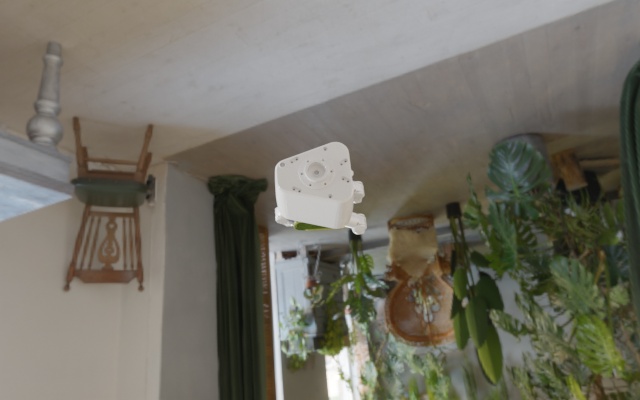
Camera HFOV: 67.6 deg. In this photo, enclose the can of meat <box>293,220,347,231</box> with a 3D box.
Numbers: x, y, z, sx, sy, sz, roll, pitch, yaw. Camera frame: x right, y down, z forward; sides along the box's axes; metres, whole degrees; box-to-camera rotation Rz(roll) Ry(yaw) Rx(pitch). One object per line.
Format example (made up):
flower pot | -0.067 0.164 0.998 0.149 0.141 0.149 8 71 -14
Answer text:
can of meat | 0.000 0.003 0.800 0.102 0.084 0.057 -4 -21 -6
